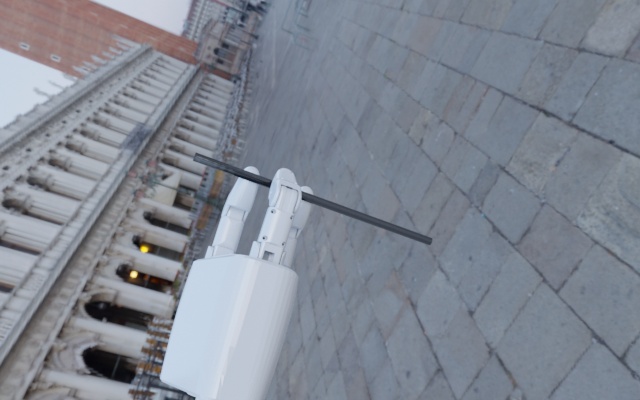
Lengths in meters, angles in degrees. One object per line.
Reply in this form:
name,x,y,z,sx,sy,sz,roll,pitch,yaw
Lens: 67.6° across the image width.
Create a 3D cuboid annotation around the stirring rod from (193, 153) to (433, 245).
stirring rod,0.000,0.002,0.444,0.239,0.011,0.011,20,-5,-15
